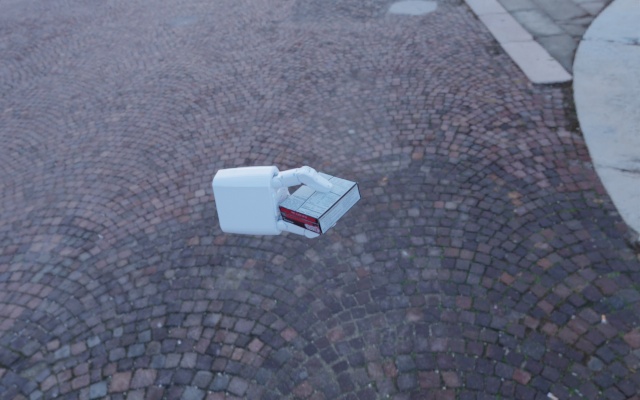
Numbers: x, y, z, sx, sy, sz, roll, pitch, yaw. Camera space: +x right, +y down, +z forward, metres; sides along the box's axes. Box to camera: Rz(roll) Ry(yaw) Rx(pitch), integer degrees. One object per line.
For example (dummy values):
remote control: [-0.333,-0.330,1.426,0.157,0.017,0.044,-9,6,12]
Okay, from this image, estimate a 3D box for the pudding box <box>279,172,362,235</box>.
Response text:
pudding box: [0.000,0.002,0.802,0.090,0.039,0.113,19,48,37]
